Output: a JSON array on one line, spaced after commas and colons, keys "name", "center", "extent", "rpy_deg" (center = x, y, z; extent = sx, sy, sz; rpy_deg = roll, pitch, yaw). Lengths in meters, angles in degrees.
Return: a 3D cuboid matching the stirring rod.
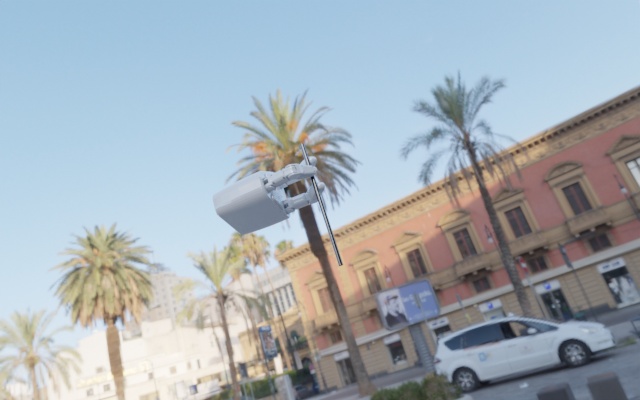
[{"name": "stirring rod", "center": [0.000, 0.003, 0.853], "extent": [0.011, 0.239, 0.011], "rpy_deg": [-16, -20, -6]}]
